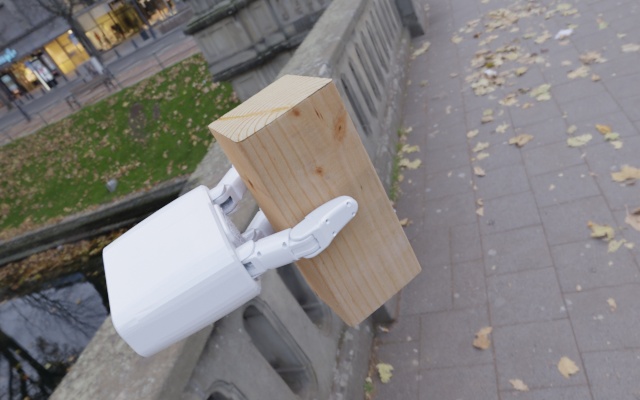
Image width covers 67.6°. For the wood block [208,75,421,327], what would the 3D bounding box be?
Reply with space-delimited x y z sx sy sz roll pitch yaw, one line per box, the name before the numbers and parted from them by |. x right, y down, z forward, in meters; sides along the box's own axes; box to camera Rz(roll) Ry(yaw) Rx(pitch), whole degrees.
wood block | 0.000 0.002 0.434 0.090 0.206 0.090 -37 29 -13
